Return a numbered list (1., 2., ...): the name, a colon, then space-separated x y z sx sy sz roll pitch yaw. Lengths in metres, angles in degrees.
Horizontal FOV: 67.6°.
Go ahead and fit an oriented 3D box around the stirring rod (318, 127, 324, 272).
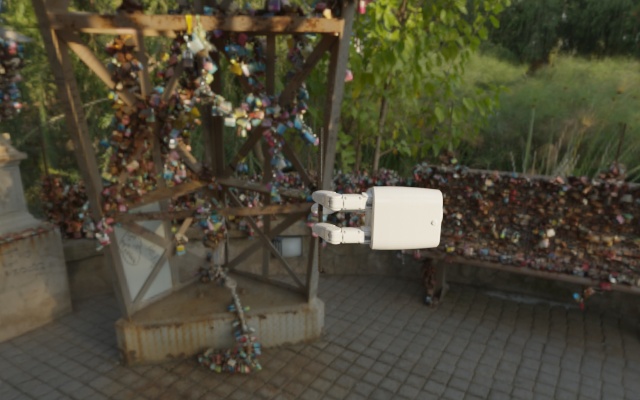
1. stirring rod: 0.000 0.003 0.769 0.011 0.239 0.011 0 16 0
